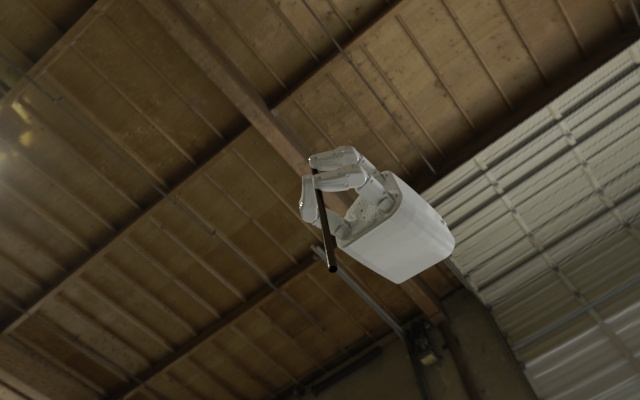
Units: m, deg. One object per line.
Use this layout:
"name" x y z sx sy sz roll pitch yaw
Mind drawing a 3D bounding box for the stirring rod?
"stirring rod" 0.000 0.002 0.523 0.011 0.011 0.239 0 29 -6
